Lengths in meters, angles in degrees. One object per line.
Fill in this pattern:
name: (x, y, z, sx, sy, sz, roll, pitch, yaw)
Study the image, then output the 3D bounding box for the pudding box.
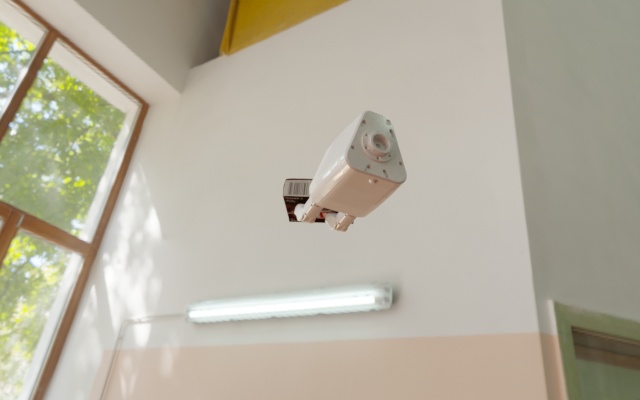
pudding box: (0.000, 0.002, 0.777, 0.113, 0.039, 0.090, 3, -30, 6)
